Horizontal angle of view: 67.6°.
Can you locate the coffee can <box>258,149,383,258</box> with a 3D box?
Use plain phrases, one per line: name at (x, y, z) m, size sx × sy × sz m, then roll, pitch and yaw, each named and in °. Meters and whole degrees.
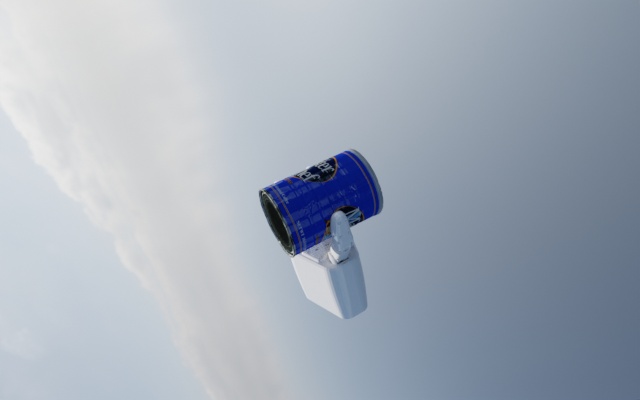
coffee can at (0.000, 0.002, 0.658) m, size 0.140 × 0.103 × 0.103 m, roll -26°, pitch 8°, yaw -17°
